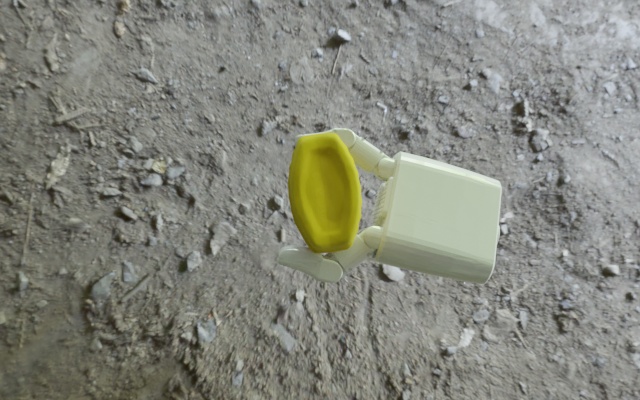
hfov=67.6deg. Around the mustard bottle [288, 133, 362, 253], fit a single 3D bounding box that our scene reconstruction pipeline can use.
[{"bbox_3d":[0.000,0.001,0.465,0.058,0.096,0.191,-9,-5,-3],"label":"mustard bottle"}]
